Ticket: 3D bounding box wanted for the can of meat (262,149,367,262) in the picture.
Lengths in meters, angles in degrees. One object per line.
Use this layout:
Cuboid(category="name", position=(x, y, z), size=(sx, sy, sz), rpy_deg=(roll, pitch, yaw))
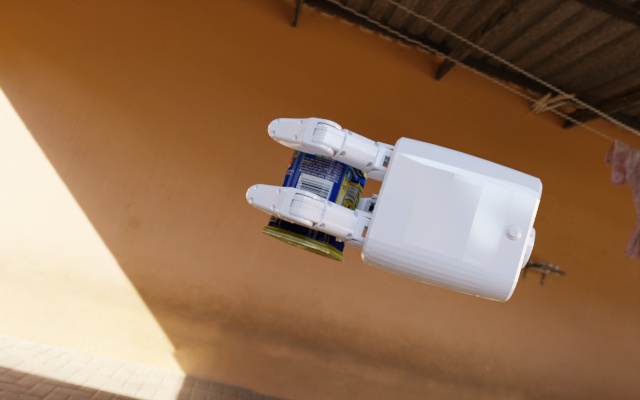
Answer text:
Cuboid(category="can of meat", position=(0.000, 0.001, 0.408), size=(0.057, 0.084, 0.102), rpy_deg=(17, -8, 15))
